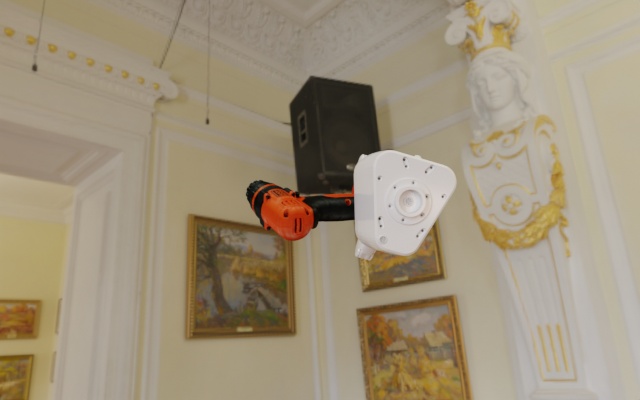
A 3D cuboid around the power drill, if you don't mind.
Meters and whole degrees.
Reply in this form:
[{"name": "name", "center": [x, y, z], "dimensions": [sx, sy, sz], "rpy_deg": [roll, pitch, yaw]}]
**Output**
[{"name": "power drill", "center": [0.001, 0.002, 0.664], "dimensions": [0.187, 0.057, 0.184], "rpy_deg": [-7, 19, -22]}]
